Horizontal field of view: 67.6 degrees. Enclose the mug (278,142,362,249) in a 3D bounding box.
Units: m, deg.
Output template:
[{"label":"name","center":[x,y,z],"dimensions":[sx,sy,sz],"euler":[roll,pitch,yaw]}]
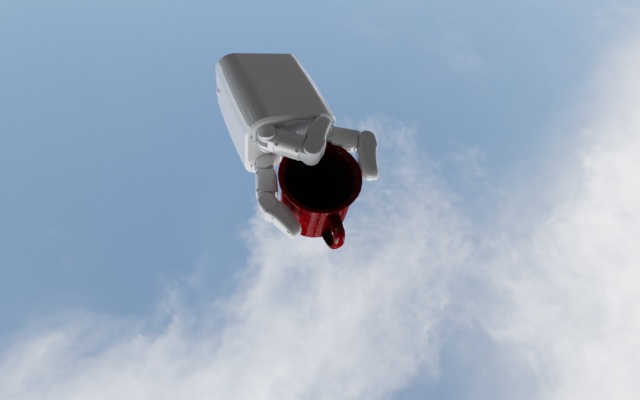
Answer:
[{"label":"mug","center":[0.001,0.003,0.548],"dimensions":[0.093,0.117,0.081],"euler":[-18,-24,-17]}]
